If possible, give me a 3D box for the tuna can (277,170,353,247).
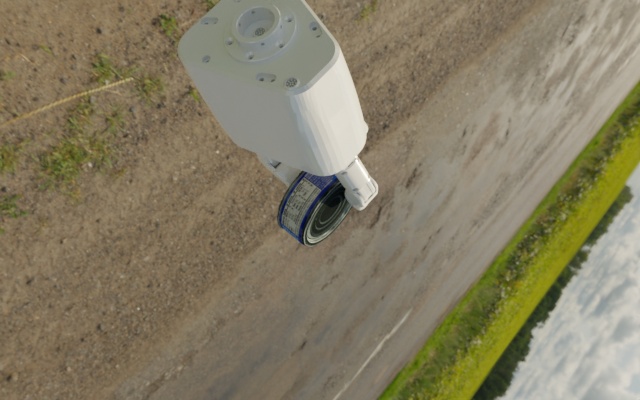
[{"bbox_3d":[0.001,0.002,0.457,0.033,0.086,0.086,37,15,21],"label":"tuna can"}]
